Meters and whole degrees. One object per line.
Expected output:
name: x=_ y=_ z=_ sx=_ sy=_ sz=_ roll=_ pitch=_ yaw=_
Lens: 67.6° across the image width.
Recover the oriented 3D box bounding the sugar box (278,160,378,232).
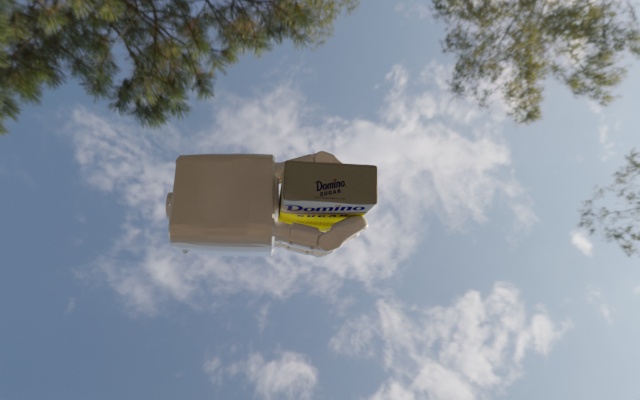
sugar box: x=0.000 y=0.002 z=0.536 sx=0.093 sy=0.048 sz=0.176 roll=3 pitch=-10 yaw=-6
